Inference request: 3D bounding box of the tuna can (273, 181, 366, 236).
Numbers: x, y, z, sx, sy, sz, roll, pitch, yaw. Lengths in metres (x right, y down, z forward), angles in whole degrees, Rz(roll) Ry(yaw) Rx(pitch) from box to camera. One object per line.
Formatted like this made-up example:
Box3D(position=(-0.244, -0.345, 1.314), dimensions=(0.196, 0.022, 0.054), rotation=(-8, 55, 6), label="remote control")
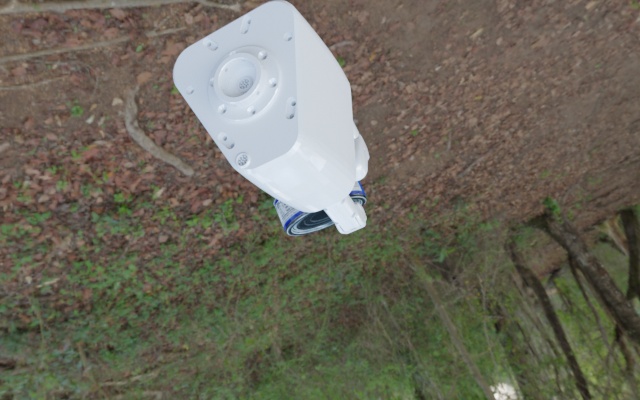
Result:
Box3D(position=(0.000, 0.002, 0.459), dimensions=(0.086, 0.033, 0.086), rotation=(-21, -16, -7), label="tuna can")
